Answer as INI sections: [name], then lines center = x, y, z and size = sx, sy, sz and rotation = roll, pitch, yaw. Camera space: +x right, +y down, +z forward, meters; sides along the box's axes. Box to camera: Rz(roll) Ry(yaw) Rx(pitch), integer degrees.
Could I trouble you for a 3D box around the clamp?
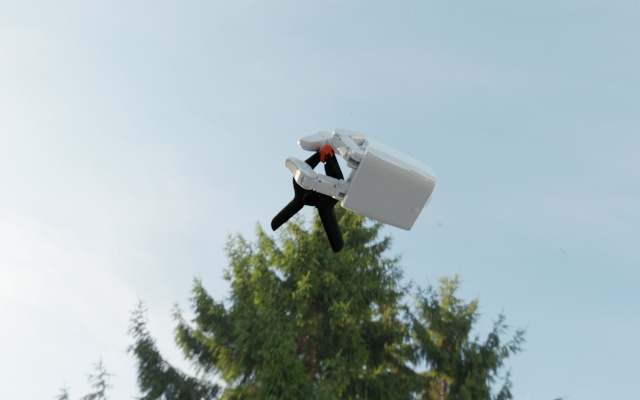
[clamp]
center = 0.000, 0.002, 0.721
size = 0.120, 0.172, 0.039
rotation = 22, 34, -1
